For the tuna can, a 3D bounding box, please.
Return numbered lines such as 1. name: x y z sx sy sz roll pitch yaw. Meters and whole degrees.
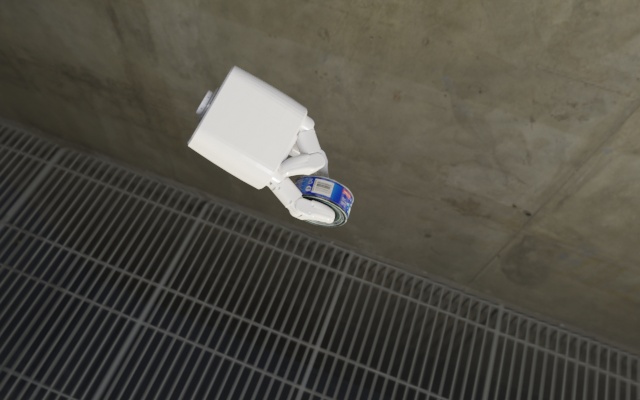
1. tuna can: 0.000 0.003 0.652 0.086 0.033 0.086 14 -27 7
